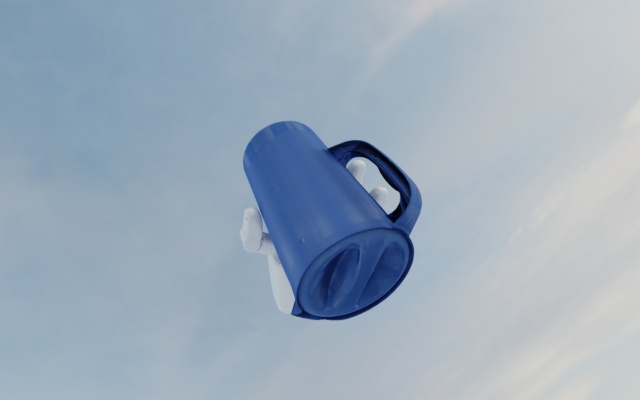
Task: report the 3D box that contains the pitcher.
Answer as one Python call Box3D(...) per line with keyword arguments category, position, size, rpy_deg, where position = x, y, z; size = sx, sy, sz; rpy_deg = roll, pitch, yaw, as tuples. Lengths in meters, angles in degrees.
Box3D(category="pitcher", position=(0.000, 0.002, 0.557), size=(0.149, 0.145, 0.242), rpy_deg=(-15, 44, -18))
